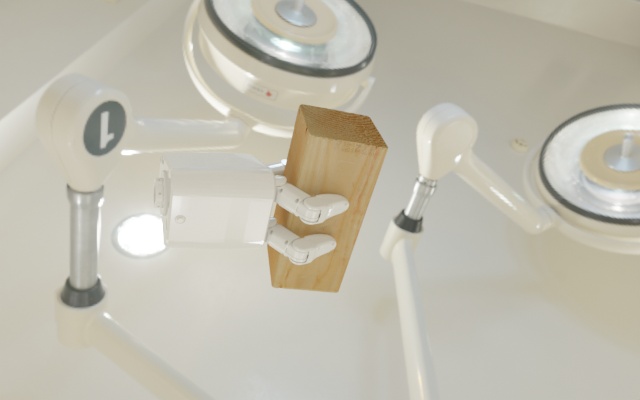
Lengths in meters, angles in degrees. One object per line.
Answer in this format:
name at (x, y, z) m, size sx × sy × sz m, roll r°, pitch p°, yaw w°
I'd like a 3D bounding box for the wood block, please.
wood block at (0.000, 0.002, 0.578) m, size 0.090 × 0.206 × 0.090 m, roll 7°, pitch 31°, yaw -15°
